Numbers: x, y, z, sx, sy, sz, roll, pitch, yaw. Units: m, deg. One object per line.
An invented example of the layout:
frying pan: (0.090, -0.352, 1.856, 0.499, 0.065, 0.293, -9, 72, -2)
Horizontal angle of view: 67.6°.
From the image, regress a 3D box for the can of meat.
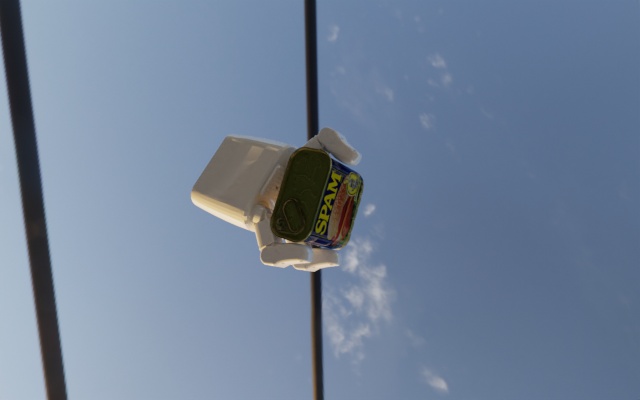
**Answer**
can of meat: (0.000, 0.002, 0.538, 0.057, 0.102, 0.084, 14, -5, 35)
